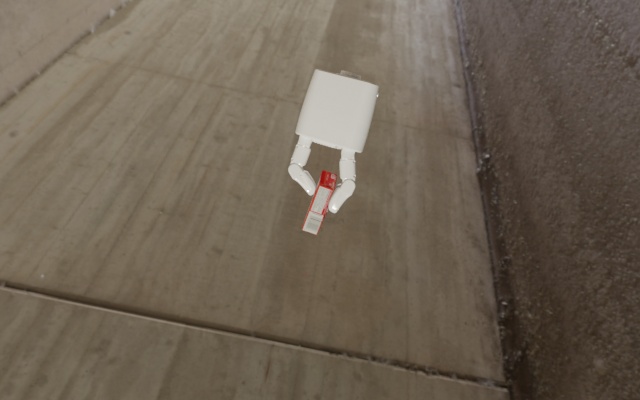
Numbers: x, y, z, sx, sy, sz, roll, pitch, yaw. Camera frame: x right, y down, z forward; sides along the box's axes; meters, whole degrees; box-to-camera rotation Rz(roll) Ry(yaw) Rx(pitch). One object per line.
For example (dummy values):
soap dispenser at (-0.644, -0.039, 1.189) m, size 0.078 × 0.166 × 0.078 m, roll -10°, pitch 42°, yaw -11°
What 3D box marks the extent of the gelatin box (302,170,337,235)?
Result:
gelatin box at (0.000, 0.003, 0.797) m, size 0.030 × 0.089 × 0.073 m, roll 20°, pitch 21°, yaw -2°
